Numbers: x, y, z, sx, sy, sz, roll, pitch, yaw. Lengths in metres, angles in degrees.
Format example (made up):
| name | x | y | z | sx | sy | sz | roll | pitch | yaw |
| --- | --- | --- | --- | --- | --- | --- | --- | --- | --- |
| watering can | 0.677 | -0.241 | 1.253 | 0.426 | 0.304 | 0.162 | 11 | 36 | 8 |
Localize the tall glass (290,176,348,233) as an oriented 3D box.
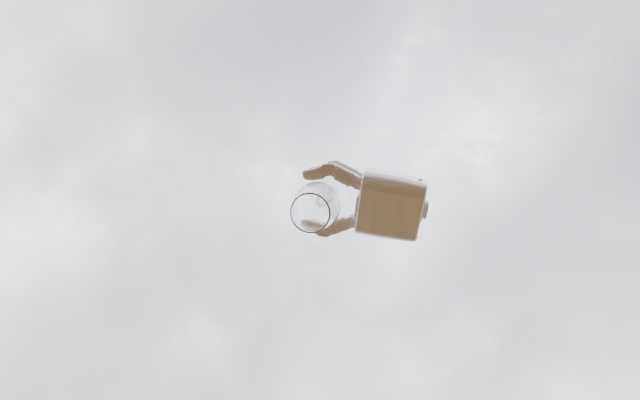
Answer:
| name | x | y | z | sx | sy | sz | roll | pitch | yaw |
| --- | --- | --- | --- | --- | --- | --- | --- | --- | --- |
| tall glass | 0.000 | 0.003 | 0.810 | 0.079 | 0.079 | 0.201 | 0 | 10 | 10 |
